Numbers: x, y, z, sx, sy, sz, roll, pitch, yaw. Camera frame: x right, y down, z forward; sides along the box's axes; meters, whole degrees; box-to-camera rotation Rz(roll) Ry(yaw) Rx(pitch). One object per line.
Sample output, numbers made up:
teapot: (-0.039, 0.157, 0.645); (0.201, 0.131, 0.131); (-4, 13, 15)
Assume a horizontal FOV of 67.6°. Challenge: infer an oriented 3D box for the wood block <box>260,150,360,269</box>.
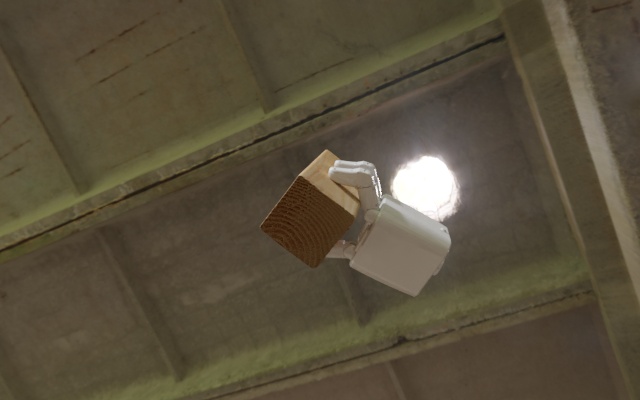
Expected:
wood block: (0.000, 0.003, 0.682); (0.090, 0.091, 0.206); (37, 17, -1)
